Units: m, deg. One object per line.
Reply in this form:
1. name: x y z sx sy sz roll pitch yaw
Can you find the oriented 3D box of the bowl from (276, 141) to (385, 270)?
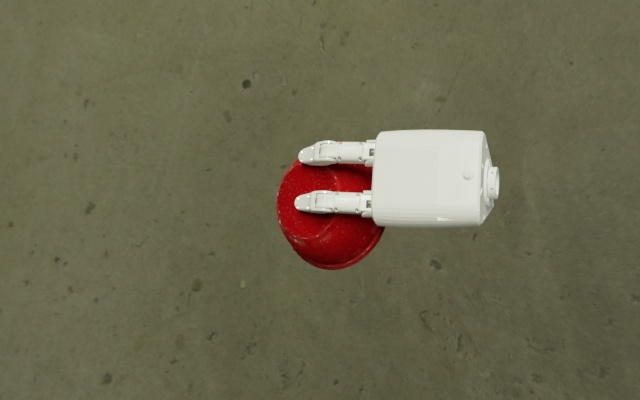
1. bowl: -0.001 0.002 0.574 0.162 0.162 0.055 0 -7 36
